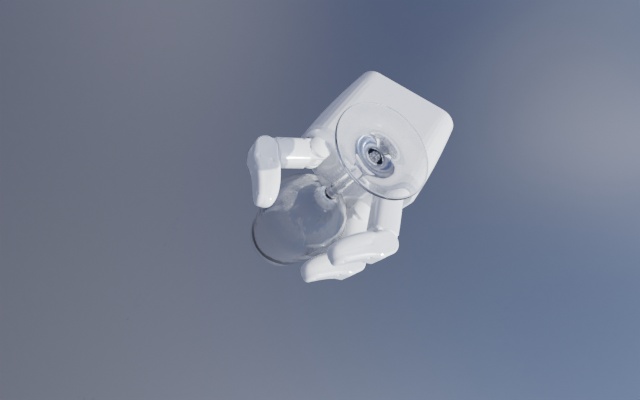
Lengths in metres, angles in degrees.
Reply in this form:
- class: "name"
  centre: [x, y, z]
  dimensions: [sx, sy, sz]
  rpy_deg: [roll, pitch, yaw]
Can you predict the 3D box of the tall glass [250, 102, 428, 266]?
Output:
- class: "tall glass"
  centre: [0.000, 0.001, 0.405]
  dimensions: [0.079, 0.079, 0.201]
  rpy_deg: [0, -22, -28]
